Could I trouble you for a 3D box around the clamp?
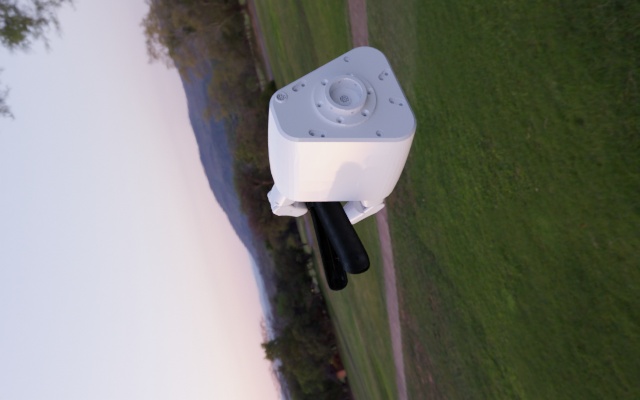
[{"bbox_3d":[-0.001,0.001,0.535,0.036,0.210,0.165,-15,-21,-11],"label":"clamp"}]
